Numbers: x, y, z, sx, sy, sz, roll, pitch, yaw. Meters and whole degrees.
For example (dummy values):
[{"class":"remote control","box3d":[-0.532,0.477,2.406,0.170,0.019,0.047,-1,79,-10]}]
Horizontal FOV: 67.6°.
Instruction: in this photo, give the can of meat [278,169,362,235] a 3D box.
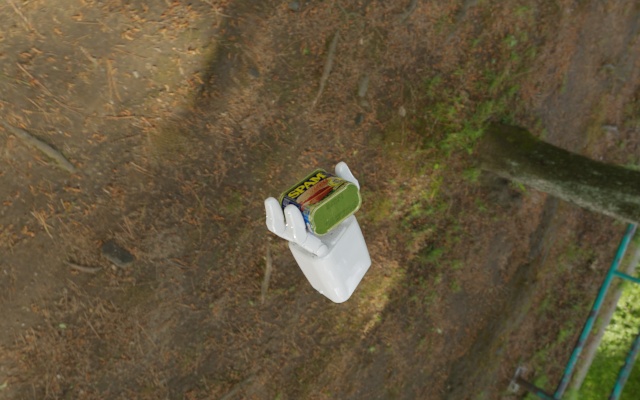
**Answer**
[{"class":"can of meat","box3d":[0.000,0.002,0.737,0.102,0.057,0.084,-36,35,-24]}]
